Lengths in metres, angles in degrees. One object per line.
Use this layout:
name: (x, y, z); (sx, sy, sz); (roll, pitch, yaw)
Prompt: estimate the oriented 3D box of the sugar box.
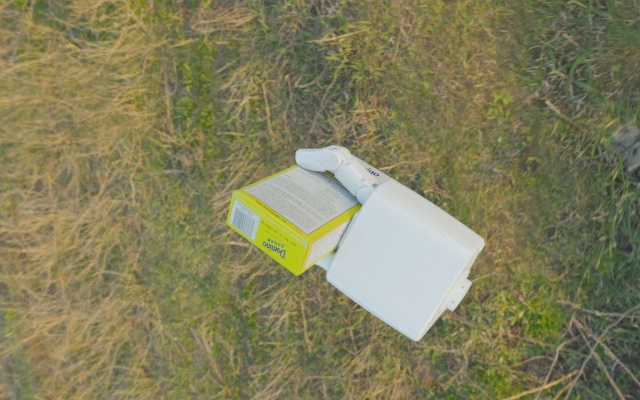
sugar box: (0.000, 0.002, 0.489); (0.093, 0.048, 0.176); (34, 33, 23)
